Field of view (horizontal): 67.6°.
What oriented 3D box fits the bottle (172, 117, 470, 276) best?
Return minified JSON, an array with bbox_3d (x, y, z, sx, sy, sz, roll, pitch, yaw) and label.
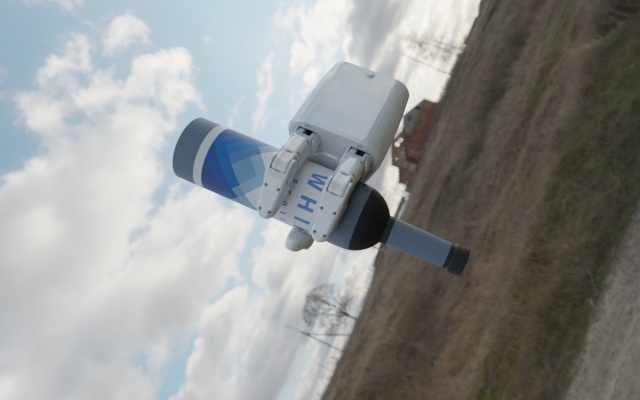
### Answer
[{"bbox_3d":[0.000,0.002,0.468,0.295,0.069,0.069,23,4,10],"label":"bottle"}]
